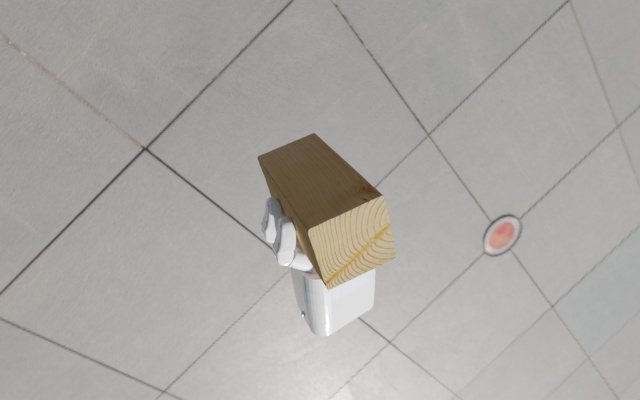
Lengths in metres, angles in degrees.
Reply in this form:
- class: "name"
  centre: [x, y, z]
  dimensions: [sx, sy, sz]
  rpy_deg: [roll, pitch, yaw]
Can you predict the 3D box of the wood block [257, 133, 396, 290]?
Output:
- class: "wood block"
  centre: [0.001, 0.002, 0.593]
  dimensions: [0.091, 0.090, 0.206]
  rpy_deg: [-24, 33, -11]
